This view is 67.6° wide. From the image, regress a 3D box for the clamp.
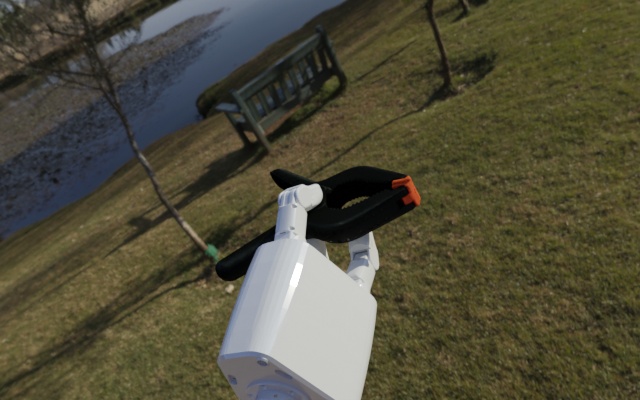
[{"bbox_3d":[0.000,0.001,0.494,0.210,0.036,0.164,-16,36,27],"label":"clamp"}]
